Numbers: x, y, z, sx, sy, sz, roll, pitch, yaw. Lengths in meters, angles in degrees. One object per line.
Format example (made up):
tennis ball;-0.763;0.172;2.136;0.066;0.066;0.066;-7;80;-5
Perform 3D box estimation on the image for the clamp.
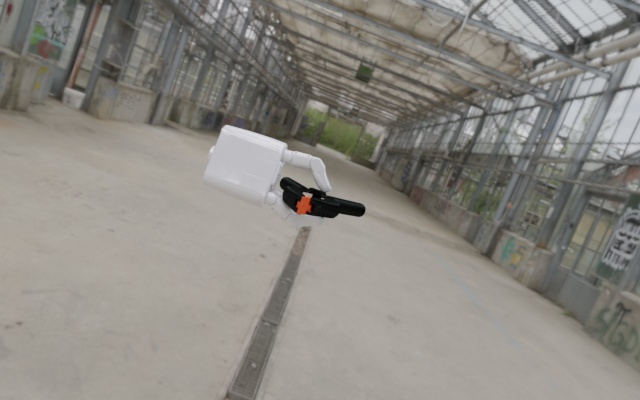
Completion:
clamp;0.000;0.002;0.786;0.164;0.036;0.210;18;7;0
